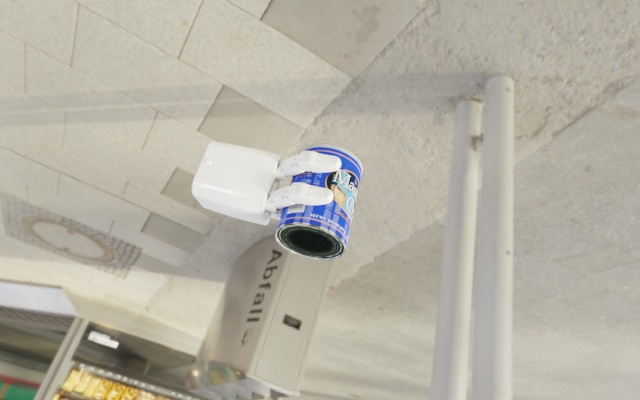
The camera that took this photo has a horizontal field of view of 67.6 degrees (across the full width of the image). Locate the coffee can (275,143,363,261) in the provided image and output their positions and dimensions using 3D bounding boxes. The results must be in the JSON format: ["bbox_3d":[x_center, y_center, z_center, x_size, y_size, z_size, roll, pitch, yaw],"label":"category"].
[{"bbox_3d":[0.000,0.002,0.701,0.103,0.140,0.103,10,-31,6],"label":"coffee can"}]
